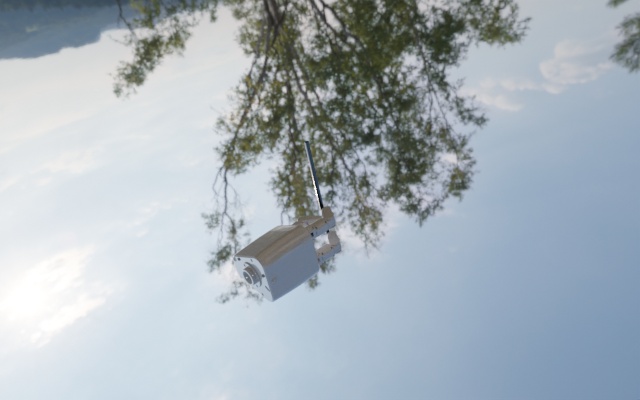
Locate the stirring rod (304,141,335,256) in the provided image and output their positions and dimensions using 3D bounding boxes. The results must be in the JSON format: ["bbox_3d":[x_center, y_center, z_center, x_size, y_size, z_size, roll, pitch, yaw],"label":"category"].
[{"bbox_3d":[0.000,0.003,0.884,0.011,0.240,0.011,-10,27,5],"label":"stirring rod"}]
